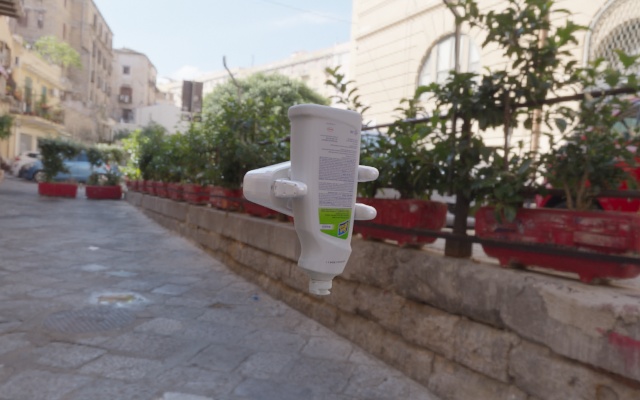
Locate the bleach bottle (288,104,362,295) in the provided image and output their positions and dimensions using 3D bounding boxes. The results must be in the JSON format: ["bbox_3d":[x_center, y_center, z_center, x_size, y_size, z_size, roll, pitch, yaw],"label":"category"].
[{"bbox_3d":[0.000,0.002,0.651,0.102,0.251,0.068,3,2,-32],"label":"bleach bottle"}]
